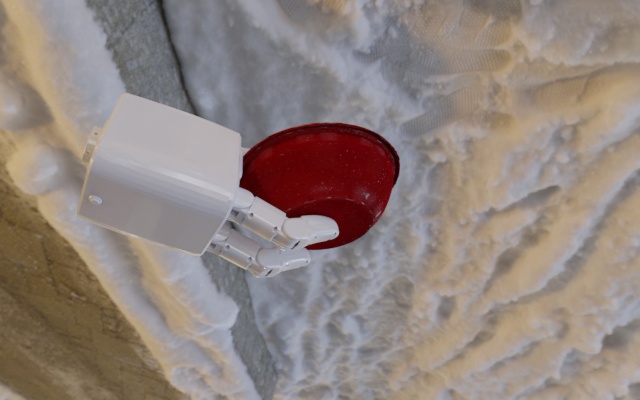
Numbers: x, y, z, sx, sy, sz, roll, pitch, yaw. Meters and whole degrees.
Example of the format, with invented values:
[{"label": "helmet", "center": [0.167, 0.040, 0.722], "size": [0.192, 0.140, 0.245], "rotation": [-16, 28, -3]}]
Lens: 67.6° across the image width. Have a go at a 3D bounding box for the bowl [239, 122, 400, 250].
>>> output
[{"label": "bowl", "center": [0.001, 0.002, 0.449], "size": [0.162, 0.055, 0.162], "rotation": [-6, -34, -4]}]
